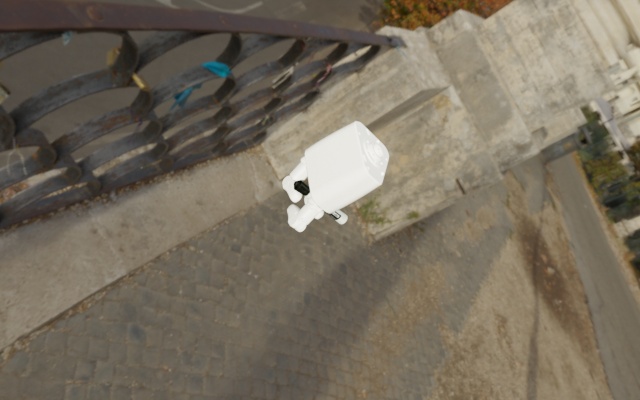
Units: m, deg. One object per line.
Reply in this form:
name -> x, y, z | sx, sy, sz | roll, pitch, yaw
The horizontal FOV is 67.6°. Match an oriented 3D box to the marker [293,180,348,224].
marker -> 0.000, 0.003, 0.791 | 0.121, 0.020, 0.020 | 37, -23, -34
